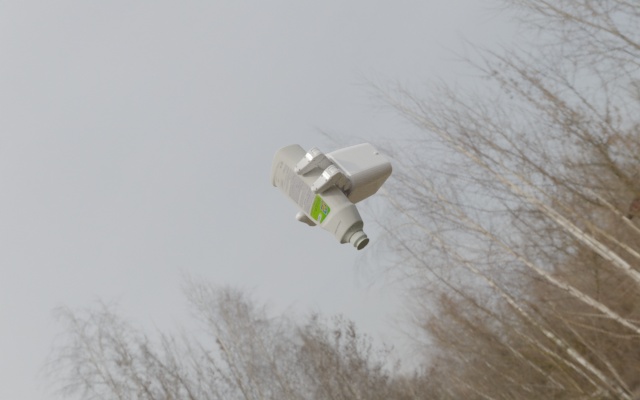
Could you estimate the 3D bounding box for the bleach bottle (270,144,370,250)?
[{"bbox_3d":[0.000,0.003,0.898,0.068,0.103,0.250,-21,53,-32],"label":"bleach bottle"}]
